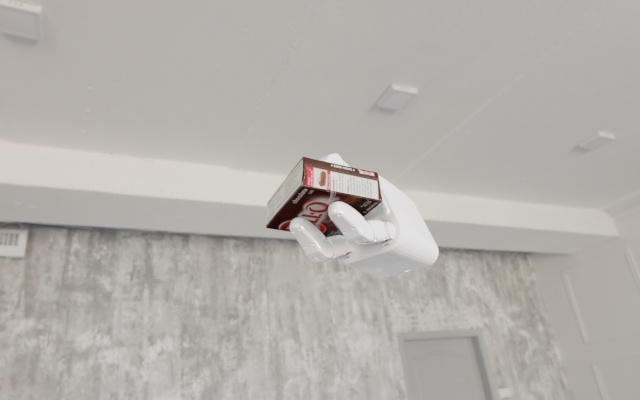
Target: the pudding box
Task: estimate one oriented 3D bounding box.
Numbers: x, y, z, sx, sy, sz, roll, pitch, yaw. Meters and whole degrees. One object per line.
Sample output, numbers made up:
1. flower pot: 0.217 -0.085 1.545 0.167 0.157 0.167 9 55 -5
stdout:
1. pudding box: 0.000 0.002 0.518 0.090 0.039 0.113 9 -31 -22
